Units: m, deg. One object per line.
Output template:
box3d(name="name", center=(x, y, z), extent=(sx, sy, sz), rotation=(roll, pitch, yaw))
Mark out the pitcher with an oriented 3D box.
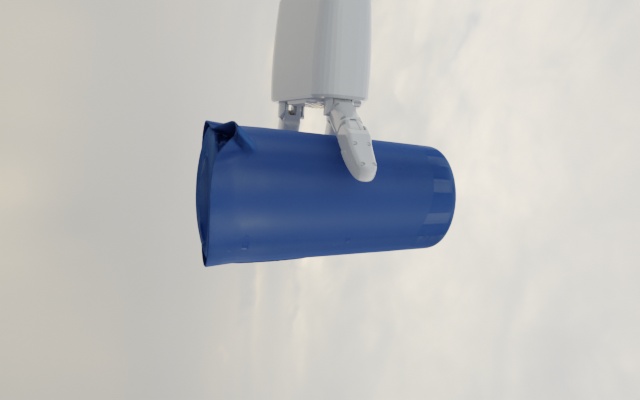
box3d(name="pitcher", center=(0.000, 0.001, 0.477), extent=(0.243, 0.145, 0.149), rotation=(1, 4, -18))
